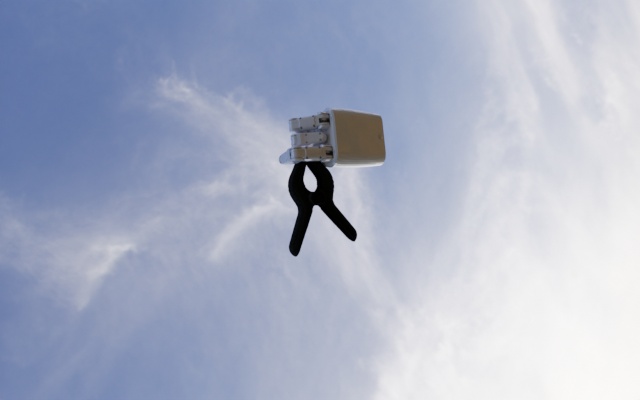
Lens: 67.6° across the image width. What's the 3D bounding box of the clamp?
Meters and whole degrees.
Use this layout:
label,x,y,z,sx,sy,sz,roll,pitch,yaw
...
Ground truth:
label,x,y,z,sx,sy,sz,roll,pitch,yaw
clamp,0.000,0.002,0.788,0.120,0.171,0.039,-2,-3,-29
